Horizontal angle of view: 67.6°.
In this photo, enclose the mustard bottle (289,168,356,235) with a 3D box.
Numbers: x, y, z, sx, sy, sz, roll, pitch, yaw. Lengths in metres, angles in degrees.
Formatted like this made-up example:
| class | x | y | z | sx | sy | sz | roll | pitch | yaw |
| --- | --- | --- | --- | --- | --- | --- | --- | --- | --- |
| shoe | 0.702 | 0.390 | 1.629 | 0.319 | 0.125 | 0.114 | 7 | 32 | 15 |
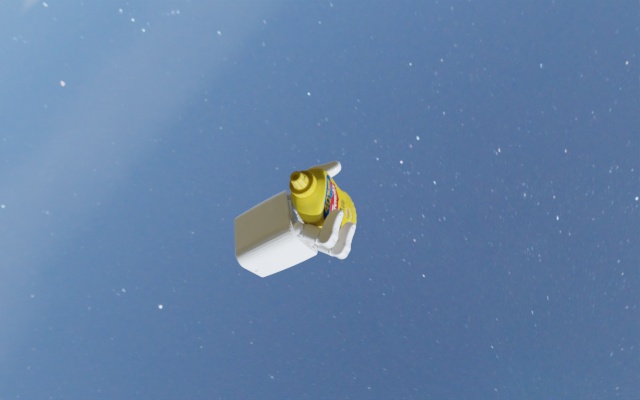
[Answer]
| class | x | y | z | sx | sy | sz | roll | pitch | yaw |
| --- | --- | --- | --- | --- | --- | --- | --- | --- | --- |
| mustard bottle | 0.001 | 0.003 | 0.768 | 0.058 | 0.096 | 0.192 | -4 | -25 | 24 |
